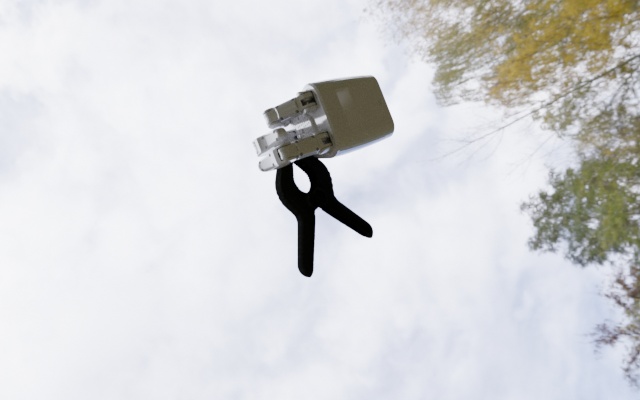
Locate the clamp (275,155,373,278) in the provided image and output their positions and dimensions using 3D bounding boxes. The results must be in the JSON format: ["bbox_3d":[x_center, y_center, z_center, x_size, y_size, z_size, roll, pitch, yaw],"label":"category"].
[{"bbox_3d":[0.000,0.002,0.629,0.120,0.171,0.039,-20,3,-33],"label":"clamp"}]
